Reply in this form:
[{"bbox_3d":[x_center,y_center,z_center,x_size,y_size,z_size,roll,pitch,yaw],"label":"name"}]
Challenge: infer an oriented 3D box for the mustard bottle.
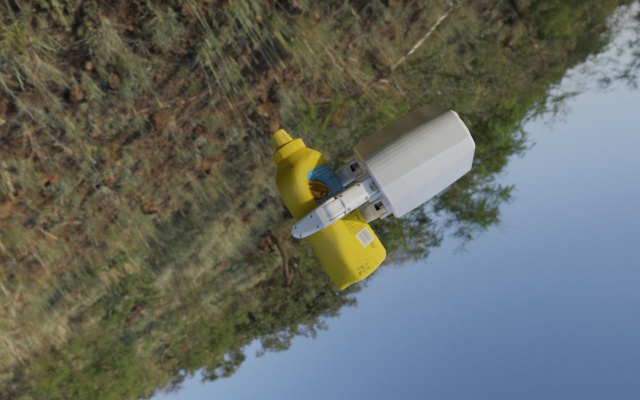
[{"bbox_3d":[0.000,0.002,0.553,0.058,0.191,0.096,-33,-1,30],"label":"mustard bottle"}]
